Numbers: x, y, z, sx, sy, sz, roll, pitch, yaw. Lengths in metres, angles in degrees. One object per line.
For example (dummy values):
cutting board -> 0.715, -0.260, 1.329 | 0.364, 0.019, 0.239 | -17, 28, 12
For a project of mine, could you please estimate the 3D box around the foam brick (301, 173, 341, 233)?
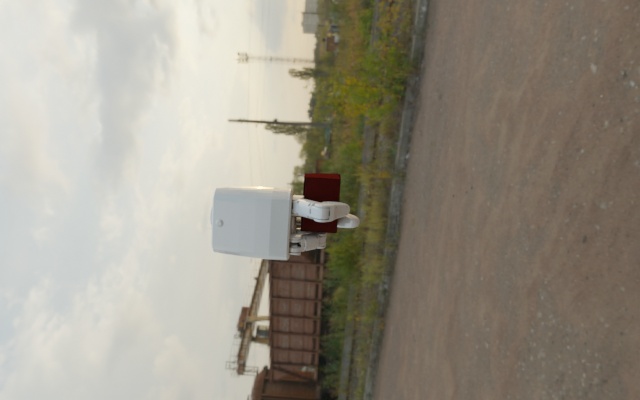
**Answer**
foam brick -> 0.000, 0.002, 0.672 | 0.051, 0.078, 0.053 | 4, 9, 0
